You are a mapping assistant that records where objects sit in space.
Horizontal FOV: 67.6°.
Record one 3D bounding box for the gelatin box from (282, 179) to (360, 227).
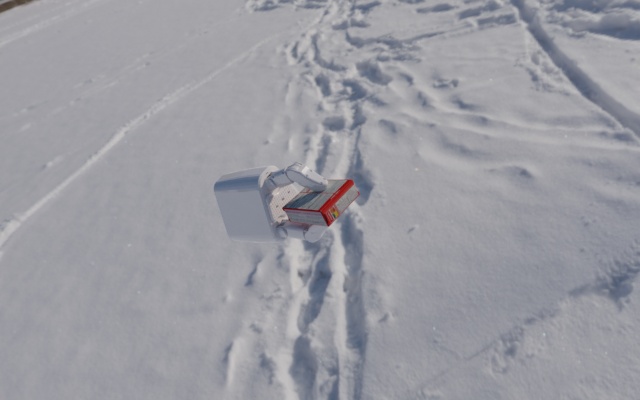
[{"bbox_3d":[0.000,0.002,0.679,0.089,0.030,0.073,2,38,49],"label":"gelatin box"}]
